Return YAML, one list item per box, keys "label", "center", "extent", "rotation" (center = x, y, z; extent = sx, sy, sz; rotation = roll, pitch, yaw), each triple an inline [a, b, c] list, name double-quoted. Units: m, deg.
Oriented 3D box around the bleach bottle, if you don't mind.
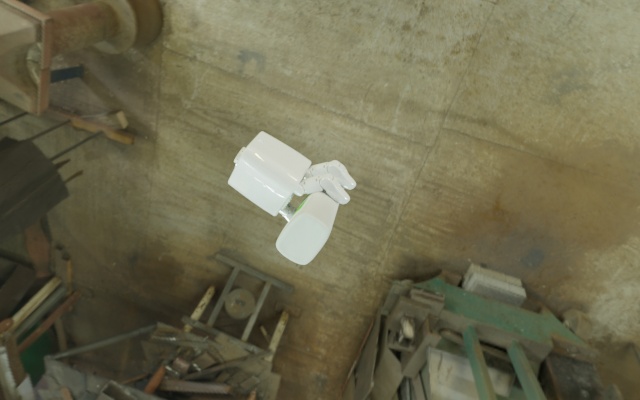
- label: "bleach bottle"
  center: [0.000, 0.003, 0.863]
  extent: [0.068, 0.103, 0.250]
  rotation: [34, 31, -5]
